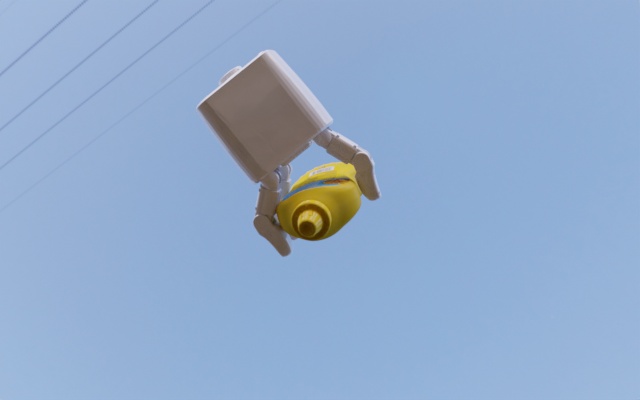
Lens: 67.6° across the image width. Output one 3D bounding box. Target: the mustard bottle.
[{"bbox_3d":[0.000,0.002,0.552,0.096,0.058,0.191,-14,12,12],"label":"mustard bottle"}]
